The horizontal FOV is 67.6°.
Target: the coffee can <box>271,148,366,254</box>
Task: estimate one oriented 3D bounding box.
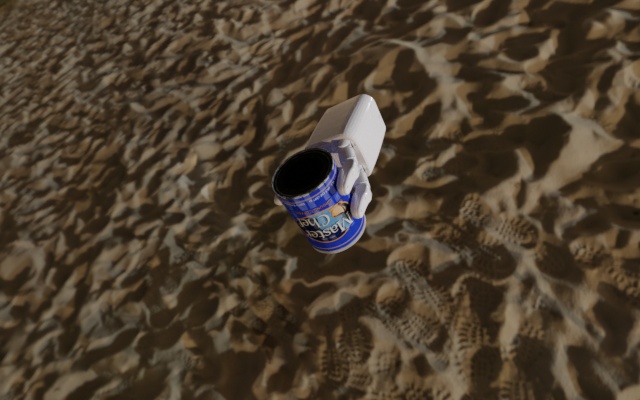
[{"bbox_3d":[0.000,0.003,0.752,0.103,0.102,0.140,0,-40,32],"label":"coffee can"}]
